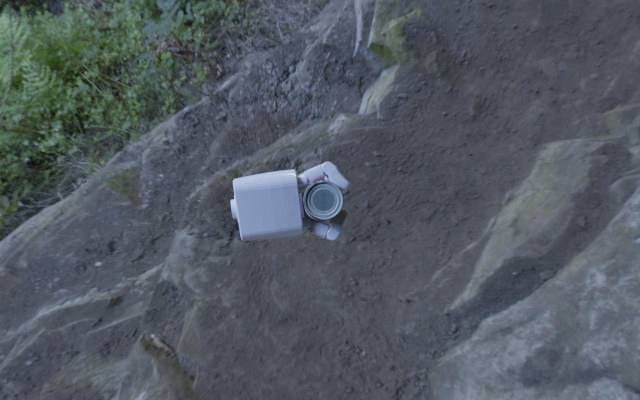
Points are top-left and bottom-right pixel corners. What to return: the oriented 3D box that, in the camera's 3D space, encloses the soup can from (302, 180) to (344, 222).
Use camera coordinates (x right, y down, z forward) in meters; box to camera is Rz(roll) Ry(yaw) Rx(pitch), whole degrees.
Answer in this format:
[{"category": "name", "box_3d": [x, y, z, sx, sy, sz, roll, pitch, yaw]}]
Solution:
[{"category": "soup can", "box_3d": [0.001, 0.003, 0.828, 0.068, 0.068, 0.102, 0, -4, -6]}]
